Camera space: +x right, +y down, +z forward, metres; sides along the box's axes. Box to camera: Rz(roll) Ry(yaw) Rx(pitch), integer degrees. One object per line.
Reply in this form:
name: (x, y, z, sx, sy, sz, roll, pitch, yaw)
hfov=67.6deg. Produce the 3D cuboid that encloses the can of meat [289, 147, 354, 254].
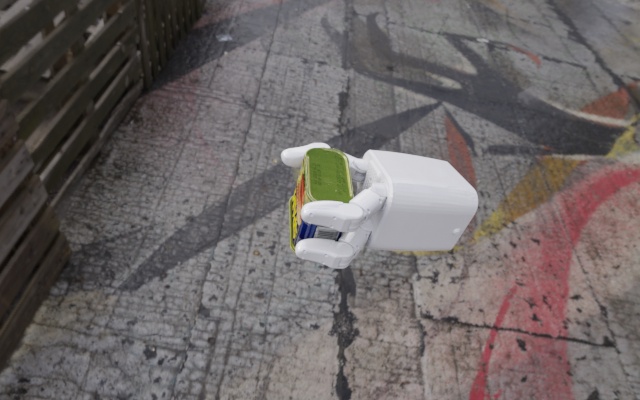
can of meat: (0.000, 0.001, 0.539, 0.057, 0.102, 0.084, 7, -46, -12)
